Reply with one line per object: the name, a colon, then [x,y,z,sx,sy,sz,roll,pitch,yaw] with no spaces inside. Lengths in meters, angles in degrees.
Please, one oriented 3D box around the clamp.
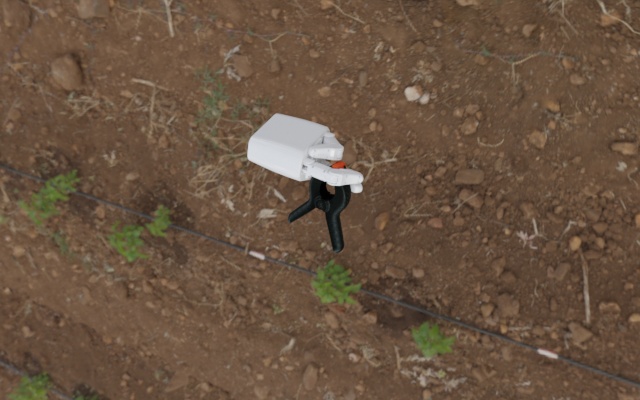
clamp: [0.000,0.003,0.848,0.120,0.171,0.039,20,30,18]
